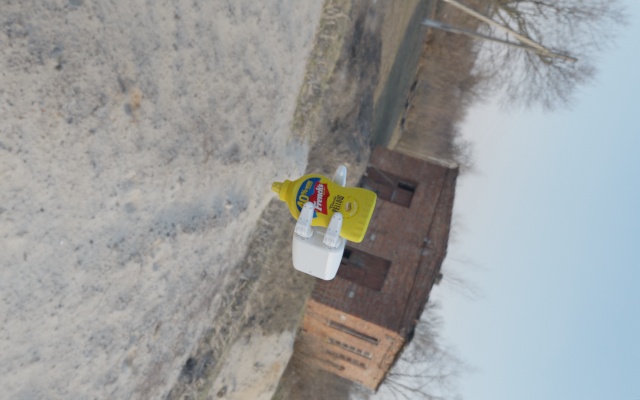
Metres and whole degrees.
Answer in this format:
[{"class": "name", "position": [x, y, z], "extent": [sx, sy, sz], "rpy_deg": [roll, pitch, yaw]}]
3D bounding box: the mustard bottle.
[{"class": "mustard bottle", "position": [0.000, 0.003, 0.883], "extent": [0.191, 0.096, 0.058], "rpy_deg": [19, -16, 9]}]
